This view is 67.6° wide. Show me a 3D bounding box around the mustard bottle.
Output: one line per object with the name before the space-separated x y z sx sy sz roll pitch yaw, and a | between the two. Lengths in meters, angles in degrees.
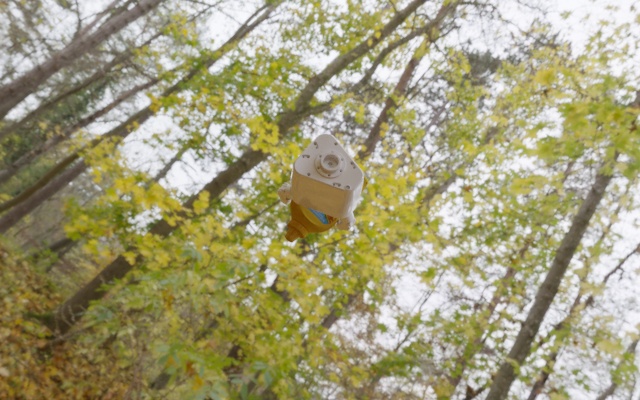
mustard bottle | 0.000 0.003 0.898 0.096 0.191 0.058 45 -21 -11
